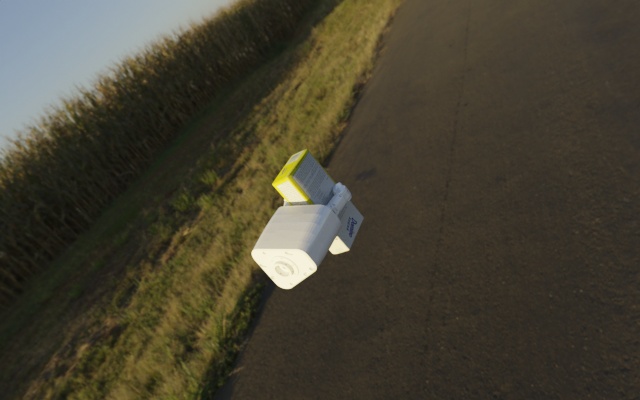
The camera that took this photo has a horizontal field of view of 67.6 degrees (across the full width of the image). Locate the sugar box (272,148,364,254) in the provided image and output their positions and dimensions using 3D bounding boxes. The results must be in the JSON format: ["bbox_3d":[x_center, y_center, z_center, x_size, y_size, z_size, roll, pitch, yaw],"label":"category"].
[{"bbox_3d":[0.000,0.003,0.849,0.048,0.176,0.093,-20,27,38],"label":"sugar box"}]
